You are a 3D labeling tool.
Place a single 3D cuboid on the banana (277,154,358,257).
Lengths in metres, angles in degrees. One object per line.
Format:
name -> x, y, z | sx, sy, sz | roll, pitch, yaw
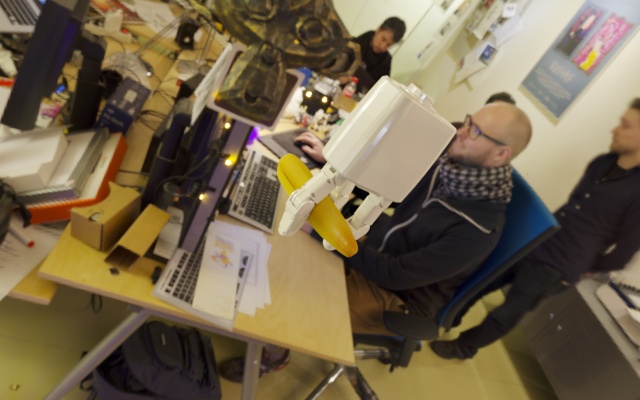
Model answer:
banana -> -0.013, -0.009, 0.574 | 0.070, 0.037, 0.197 | 38, 11, -37
